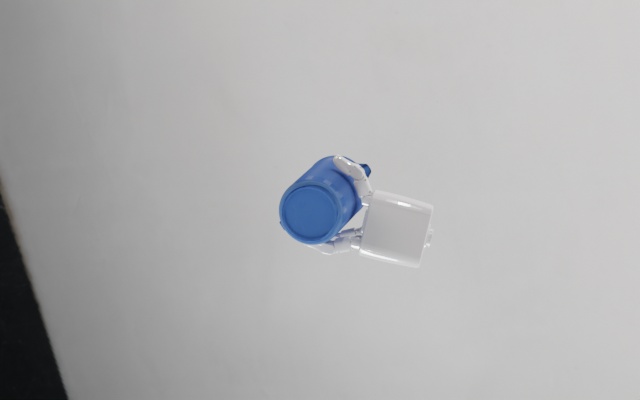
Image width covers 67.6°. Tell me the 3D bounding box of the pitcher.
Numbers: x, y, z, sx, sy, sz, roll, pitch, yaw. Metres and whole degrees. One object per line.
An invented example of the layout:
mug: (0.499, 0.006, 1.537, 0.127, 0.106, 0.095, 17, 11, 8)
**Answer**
pitcher: (0.000, 0.003, 0.870, 0.145, 0.149, 0.242, 15, 15, 10)
